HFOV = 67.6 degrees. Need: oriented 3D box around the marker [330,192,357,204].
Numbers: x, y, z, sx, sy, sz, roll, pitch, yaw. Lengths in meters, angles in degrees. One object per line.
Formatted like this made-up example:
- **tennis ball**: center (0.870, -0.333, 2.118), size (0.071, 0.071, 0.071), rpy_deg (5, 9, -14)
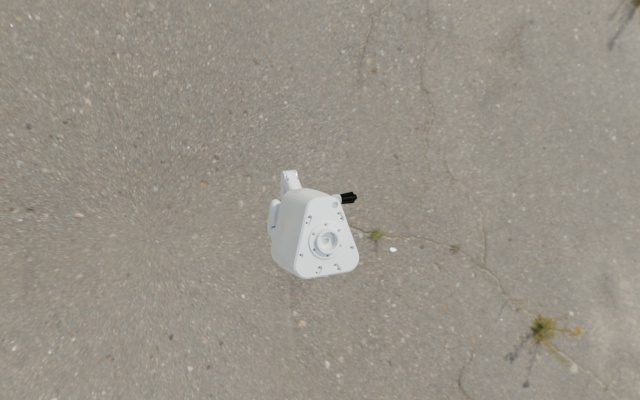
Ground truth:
- **marker**: center (0.000, 0.002, 0.738), size (0.121, 0.020, 0.020), rpy_deg (-8, 3, -19)
